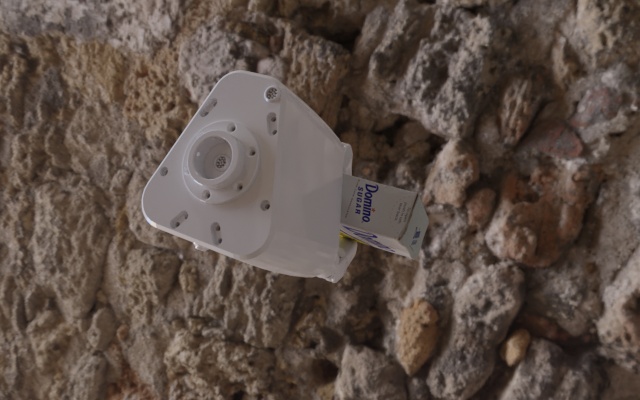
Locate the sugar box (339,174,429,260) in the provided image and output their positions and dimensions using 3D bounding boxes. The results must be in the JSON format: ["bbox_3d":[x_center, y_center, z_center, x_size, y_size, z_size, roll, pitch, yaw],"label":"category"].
[{"bbox_3d":[0.000,0.002,0.415,0.176,0.048,0.093,19,-8,22],"label":"sugar box"}]
